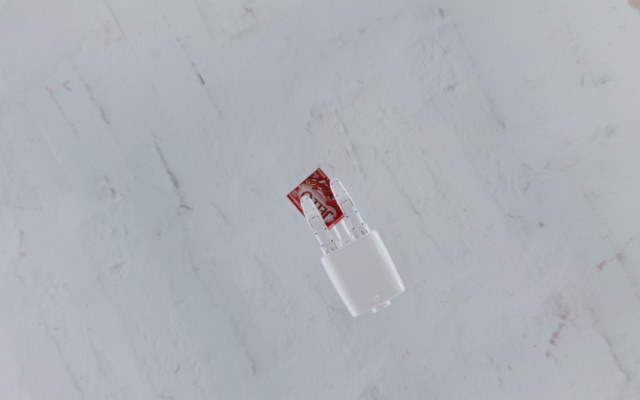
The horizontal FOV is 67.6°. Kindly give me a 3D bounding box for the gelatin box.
[{"bbox_3d":[0.000,0.002,0.785,0.073,0.089,0.030,-41,-15,0],"label":"gelatin box"}]
